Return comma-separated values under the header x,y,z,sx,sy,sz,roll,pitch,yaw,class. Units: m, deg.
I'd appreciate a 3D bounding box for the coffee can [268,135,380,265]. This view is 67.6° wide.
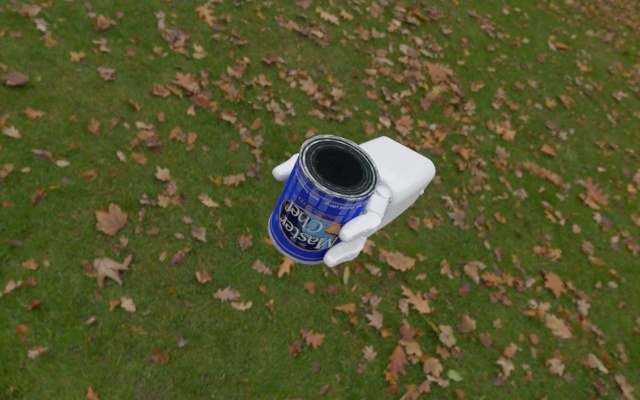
x,y,z,sx,sy,sz,roll,pitch,yaw,class
0.000,0.002,0.610,0.103,0.102,0.140,0,-38,-25,coffee can
